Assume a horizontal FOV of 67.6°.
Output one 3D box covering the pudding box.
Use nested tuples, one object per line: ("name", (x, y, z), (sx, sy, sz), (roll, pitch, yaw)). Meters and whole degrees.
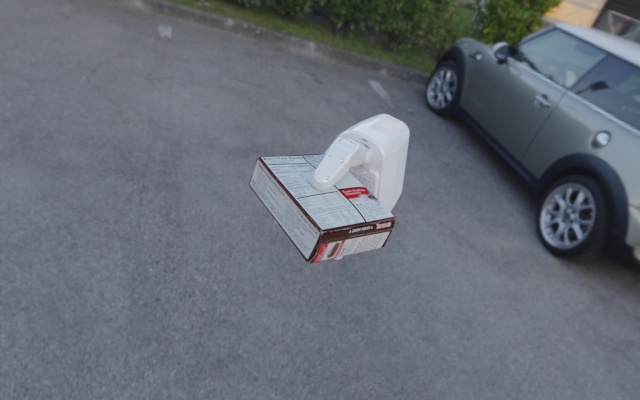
("pudding box", (0.000, 0.001, 0.438), (0.090, 0.039, 0.113), (-8, 41, -37))
